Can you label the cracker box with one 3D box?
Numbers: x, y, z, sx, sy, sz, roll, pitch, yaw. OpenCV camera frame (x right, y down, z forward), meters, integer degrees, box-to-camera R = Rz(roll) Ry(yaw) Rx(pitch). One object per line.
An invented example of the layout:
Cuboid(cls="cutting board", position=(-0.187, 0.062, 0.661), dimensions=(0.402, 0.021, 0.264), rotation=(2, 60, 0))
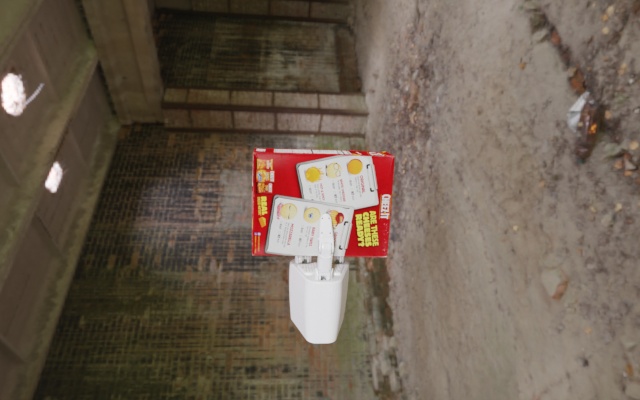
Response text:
Cuboid(cls="cracker box", position=(0.000, 0.003, 0.755), dimensions=(0.214, 0.164, 0.072), rotation=(1, 14, -6))
